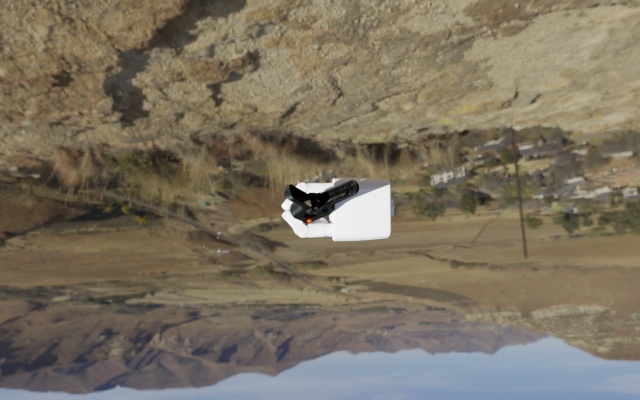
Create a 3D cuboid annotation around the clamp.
[{"bbox_3d":[0.000,0.003,0.818,0.120,0.039,0.171,-1,-15,-3],"label":"clamp"}]
